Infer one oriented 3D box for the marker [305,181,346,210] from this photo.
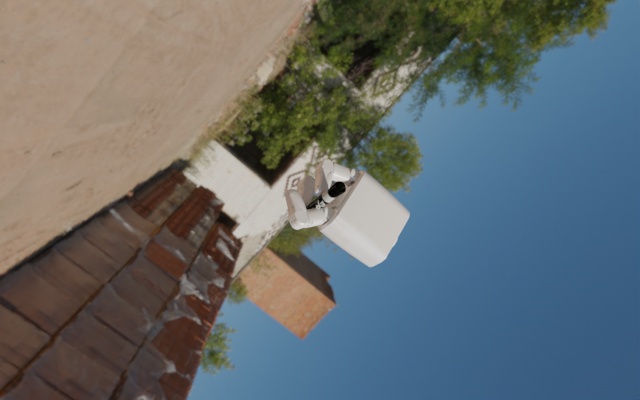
[{"bbox_3d":[0.000,0.002,0.708,0.020,0.020,0.121,0,-23,-34],"label":"marker"}]
